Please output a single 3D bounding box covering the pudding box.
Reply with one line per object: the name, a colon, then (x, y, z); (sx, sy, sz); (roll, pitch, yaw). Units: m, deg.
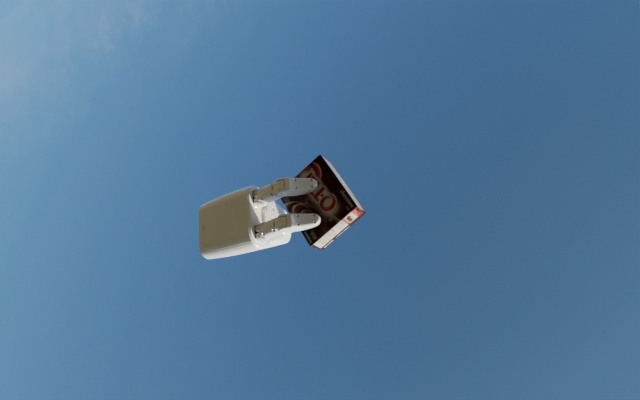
pudding box: (0.000, 0.002, 0.702); (0.090, 0.113, 0.039); (-42, -31, 12)
